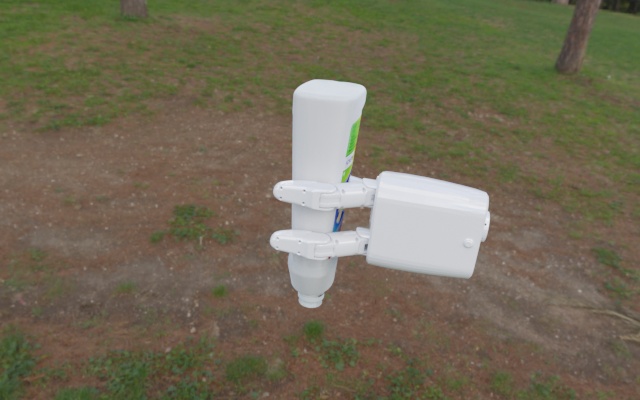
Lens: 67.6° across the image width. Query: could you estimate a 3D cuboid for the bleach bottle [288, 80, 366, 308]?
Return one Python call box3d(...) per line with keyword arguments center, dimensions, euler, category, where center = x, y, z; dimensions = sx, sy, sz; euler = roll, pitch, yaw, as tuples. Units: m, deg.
box3d(center=(0.000, 0.002, 0.528), dimensions=(0.068, 0.251, 0.102), euler=(9, 23, 10), category="bleach bottle")
